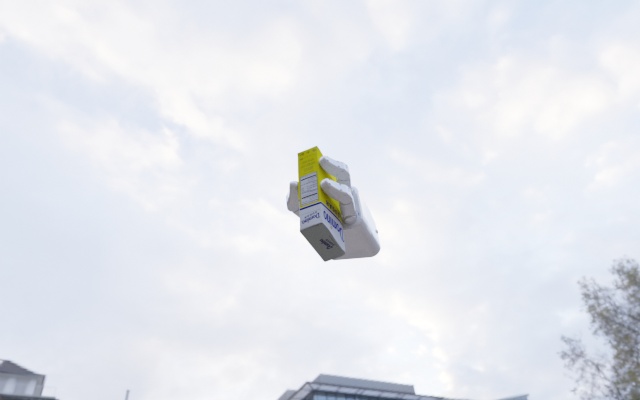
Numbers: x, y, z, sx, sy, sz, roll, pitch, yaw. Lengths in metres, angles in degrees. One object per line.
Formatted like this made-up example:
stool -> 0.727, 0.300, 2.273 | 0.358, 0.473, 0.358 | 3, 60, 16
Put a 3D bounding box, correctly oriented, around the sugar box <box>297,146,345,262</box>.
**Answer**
sugar box -> 0.001, 0.002, 0.787 | 0.048, 0.176, 0.093 | -22, -45, 14
